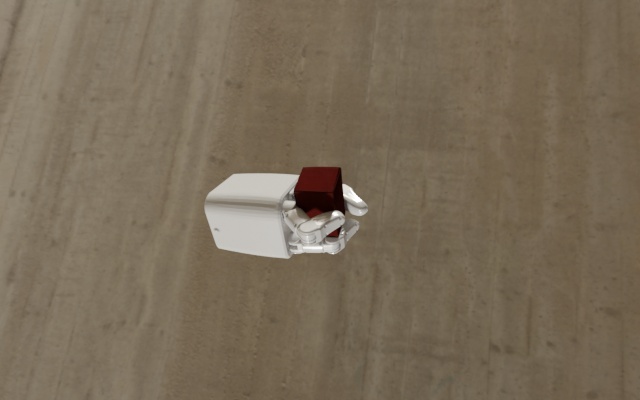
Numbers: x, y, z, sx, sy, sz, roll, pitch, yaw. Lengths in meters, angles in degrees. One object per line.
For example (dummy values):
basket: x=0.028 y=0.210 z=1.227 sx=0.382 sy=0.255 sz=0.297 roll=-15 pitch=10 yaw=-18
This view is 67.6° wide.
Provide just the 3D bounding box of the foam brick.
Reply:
foam brick: x=0.000 y=0.002 z=0.615 sx=0.051 sy=0.078 sz=0.053 roll=4 pitch=40 yaw=14
